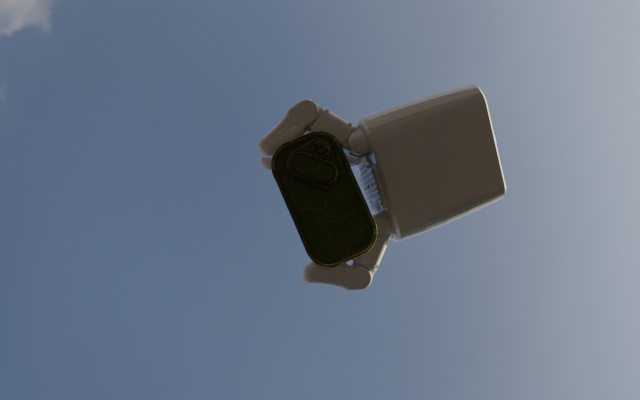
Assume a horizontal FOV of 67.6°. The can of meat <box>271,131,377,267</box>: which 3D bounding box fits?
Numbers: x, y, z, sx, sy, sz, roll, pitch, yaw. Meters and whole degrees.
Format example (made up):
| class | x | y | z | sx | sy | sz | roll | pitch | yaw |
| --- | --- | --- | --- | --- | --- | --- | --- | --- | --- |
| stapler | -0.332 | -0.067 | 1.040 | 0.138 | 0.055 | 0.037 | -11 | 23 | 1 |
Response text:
| class | x | y | z | sx | sy | sz | roll | pitch | yaw |
| --- | --- | --- | --- | --- | --- | --- | --- | --- | --- |
| can of meat | 0.000 | 0.001 | 0.403 | 0.057 | 0.102 | 0.084 | -24 | -2 | -5 |
